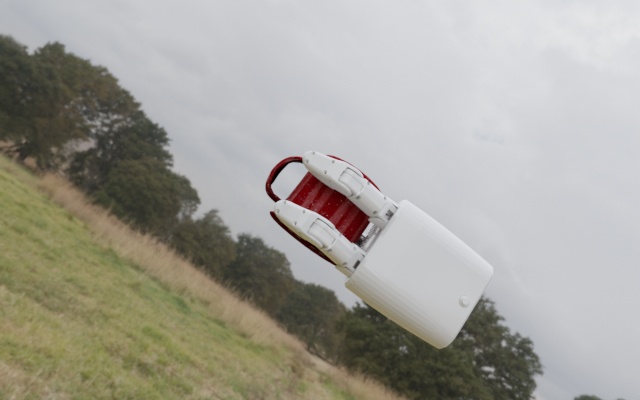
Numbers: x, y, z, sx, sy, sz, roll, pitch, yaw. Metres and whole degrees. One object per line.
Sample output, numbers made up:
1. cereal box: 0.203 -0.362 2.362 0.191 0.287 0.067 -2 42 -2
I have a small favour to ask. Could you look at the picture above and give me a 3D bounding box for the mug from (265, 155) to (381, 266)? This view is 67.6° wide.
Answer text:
1. mug: -0.001 0.001 0.482 0.117 0.081 0.093 37 -12 1
